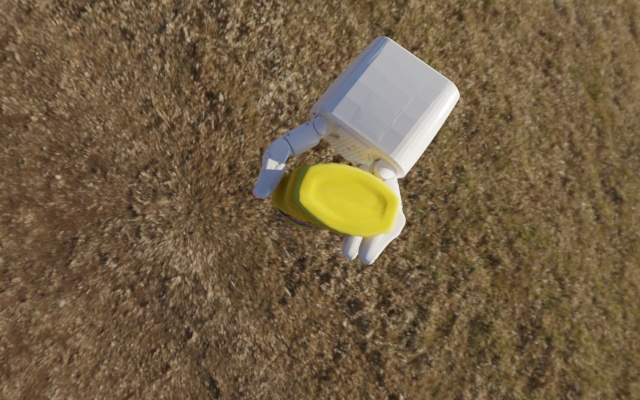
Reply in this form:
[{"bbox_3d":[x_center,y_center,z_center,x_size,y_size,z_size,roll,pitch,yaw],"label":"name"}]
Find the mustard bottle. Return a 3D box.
[{"bbox_3d":[0.000,0.002,0.488,0.096,0.058,0.191,16,-5,-14],"label":"mustard bottle"}]
